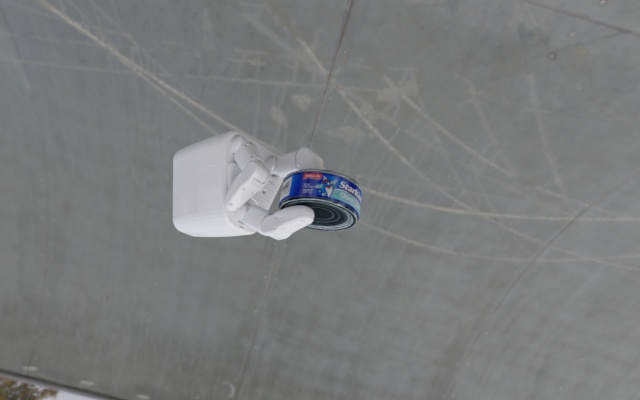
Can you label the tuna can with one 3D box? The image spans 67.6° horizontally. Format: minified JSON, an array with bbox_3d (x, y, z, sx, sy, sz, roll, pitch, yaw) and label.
[{"bbox_3d":[0.000,0.002,0.503,0.086,0.033,0.086,8,-24,4],"label":"tuna can"}]
